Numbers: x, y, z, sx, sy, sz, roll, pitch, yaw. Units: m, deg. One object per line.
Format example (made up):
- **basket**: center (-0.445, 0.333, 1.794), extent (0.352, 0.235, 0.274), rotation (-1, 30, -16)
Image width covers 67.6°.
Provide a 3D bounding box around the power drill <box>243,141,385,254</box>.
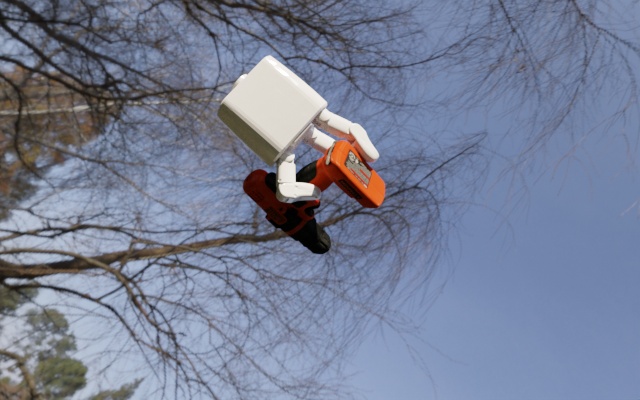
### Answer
- **power drill**: center (0.000, 0.002, 0.713), extent (0.188, 0.057, 0.184), rotation (-25, -57, 37)
